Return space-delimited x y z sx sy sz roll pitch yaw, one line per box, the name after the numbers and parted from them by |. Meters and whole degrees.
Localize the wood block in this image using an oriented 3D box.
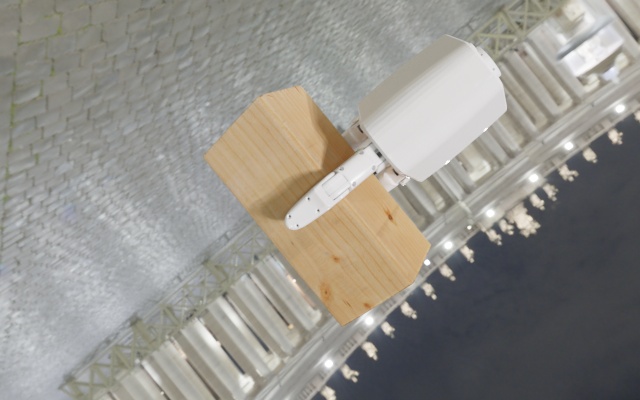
0.000 0.001 0.460 0.090 0.206 0.090 -39 0 29 | wood block
